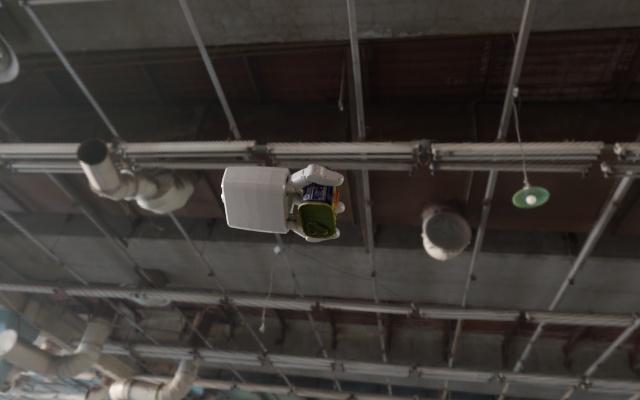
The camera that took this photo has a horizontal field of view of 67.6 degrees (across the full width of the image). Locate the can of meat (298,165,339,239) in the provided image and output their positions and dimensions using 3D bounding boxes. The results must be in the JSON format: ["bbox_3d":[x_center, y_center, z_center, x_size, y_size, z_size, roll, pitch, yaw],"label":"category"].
[{"bbox_3d":[0.000,0.002,0.809,0.057,0.084,0.102,2,-36,8],"label":"can of meat"}]
